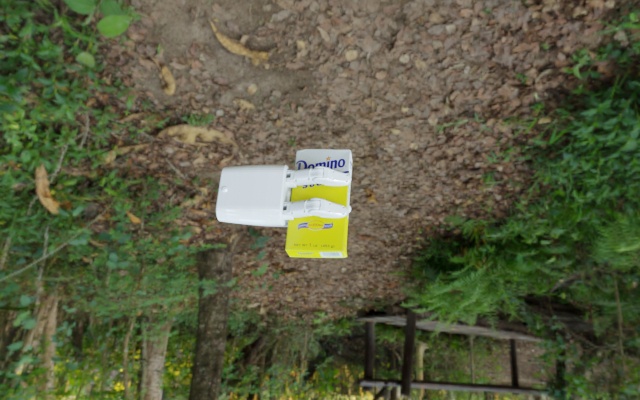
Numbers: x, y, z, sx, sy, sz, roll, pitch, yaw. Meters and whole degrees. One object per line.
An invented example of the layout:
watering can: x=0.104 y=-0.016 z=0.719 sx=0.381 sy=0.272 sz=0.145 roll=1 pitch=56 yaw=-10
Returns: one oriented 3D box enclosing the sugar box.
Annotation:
sugar box: x=0.000 y=0.002 z=0.765 sx=0.093 sy=0.176 sz=0.048 roll=1 pitch=-21 yaw=8
